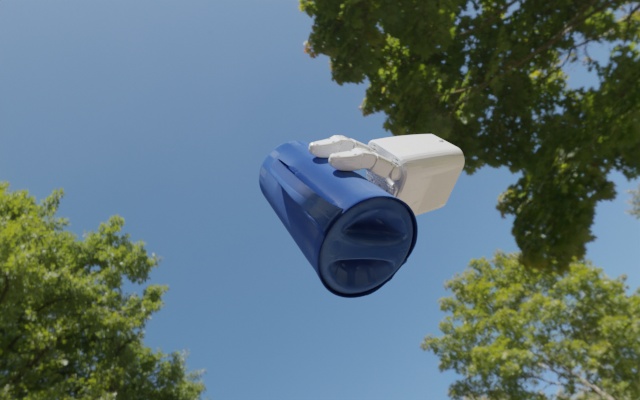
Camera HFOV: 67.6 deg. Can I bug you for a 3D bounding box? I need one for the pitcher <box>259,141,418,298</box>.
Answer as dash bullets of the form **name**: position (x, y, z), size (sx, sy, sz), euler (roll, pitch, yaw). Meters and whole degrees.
- **pitcher**: position (0.000, 0.002, 0.627), size (0.145, 0.149, 0.242), euler (-14, 31, -23)
